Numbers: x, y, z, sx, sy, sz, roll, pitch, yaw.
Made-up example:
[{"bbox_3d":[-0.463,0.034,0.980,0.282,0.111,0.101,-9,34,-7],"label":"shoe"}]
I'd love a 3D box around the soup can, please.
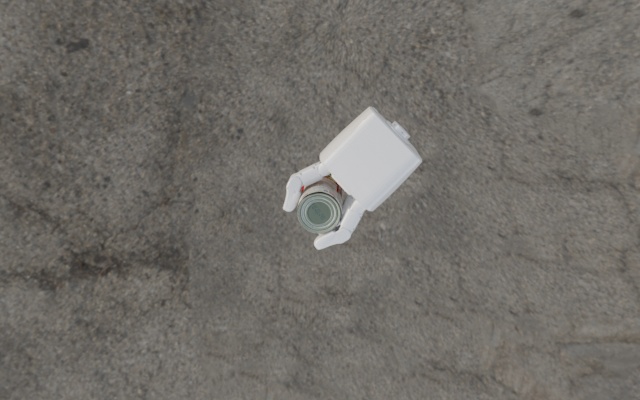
[{"bbox_3d":[0.000,0.003,0.748,0.068,0.068,0.102,0,20,2],"label":"soup can"}]
